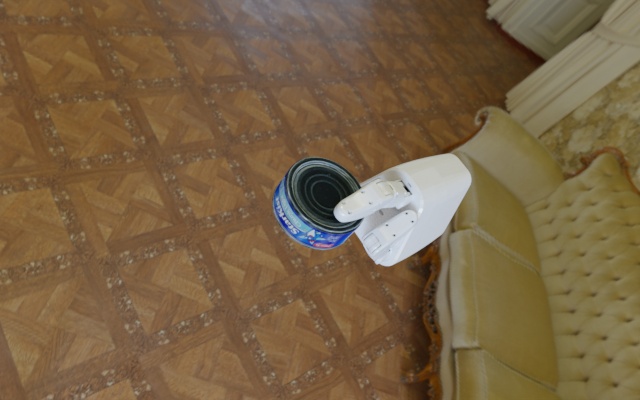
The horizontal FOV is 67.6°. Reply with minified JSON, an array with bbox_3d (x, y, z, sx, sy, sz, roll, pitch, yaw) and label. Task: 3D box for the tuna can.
[{"bbox_3d":[0.000,0.001,0.452,0.086,0.086,0.034,0,-31,-30],"label":"tuna can"}]
